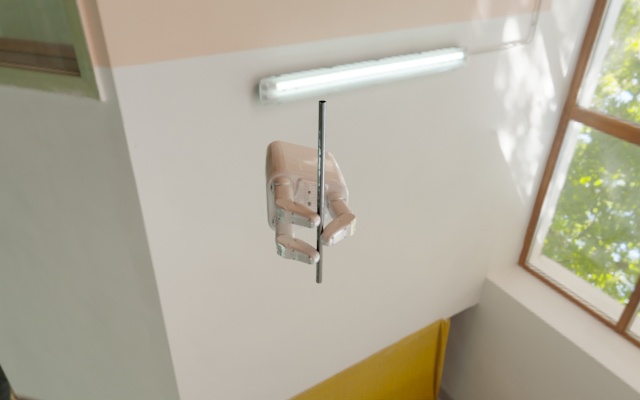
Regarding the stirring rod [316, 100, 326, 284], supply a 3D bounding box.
[{"bbox_3d":[0.000,0.002,0.548,0.011,0.240,0.011,1,32,0],"label":"stirring rod"}]
